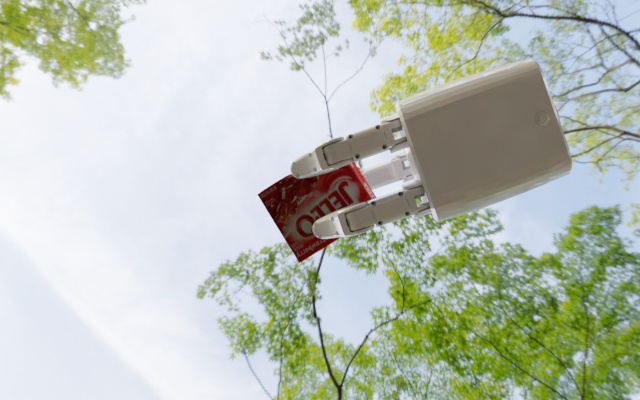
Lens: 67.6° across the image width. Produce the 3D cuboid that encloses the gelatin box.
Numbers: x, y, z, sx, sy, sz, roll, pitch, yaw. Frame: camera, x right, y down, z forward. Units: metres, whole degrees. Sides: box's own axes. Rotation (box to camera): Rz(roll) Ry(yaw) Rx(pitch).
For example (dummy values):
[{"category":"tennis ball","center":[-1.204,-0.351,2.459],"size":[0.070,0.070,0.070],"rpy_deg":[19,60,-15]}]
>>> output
[{"category":"gelatin box","center":[0.000,0.002,0.426],"size":[0.089,0.073,0.030],"rpy_deg":[-32,-2,16]}]
